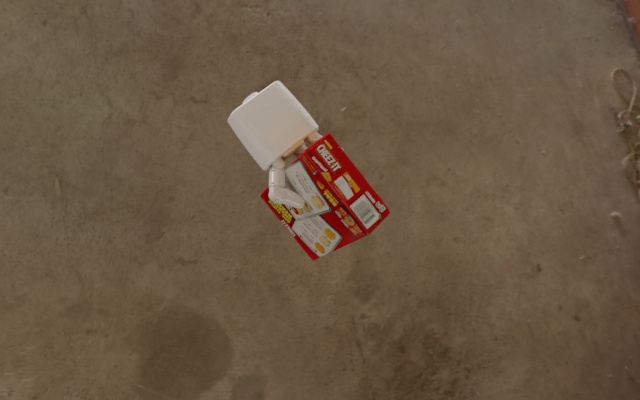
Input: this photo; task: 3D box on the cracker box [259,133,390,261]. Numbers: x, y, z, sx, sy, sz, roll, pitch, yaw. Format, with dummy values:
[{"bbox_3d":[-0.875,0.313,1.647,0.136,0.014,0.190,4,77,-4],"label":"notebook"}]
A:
[{"bbox_3d":[0.000,0.003,0.825,0.072,0.164,0.214,-40,2,-31],"label":"cracker box"}]
